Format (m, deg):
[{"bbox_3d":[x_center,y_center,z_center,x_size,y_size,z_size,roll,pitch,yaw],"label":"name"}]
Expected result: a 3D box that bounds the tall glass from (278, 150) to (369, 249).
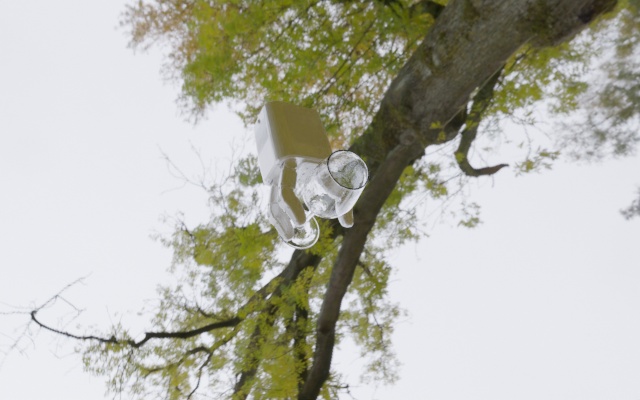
[{"bbox_3d":[0.000,0.003,0.715,0.079,0.079,0.201,0,-26,-25],"label":"tall glass"}]
